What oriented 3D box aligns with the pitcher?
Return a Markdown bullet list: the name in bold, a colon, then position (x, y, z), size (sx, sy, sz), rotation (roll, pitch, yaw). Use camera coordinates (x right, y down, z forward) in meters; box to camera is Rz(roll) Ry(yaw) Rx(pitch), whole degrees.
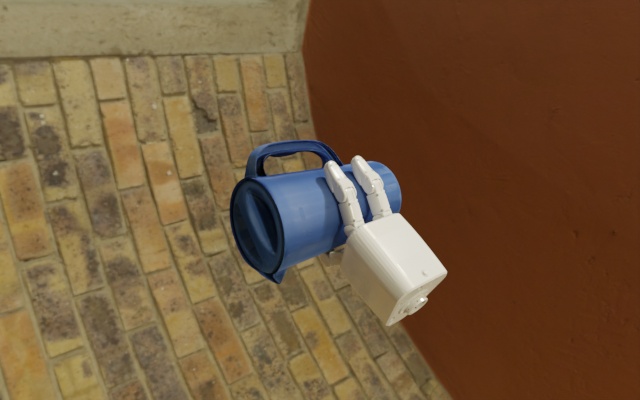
- **pitcher**: position (0.000, 0.002, 0.693), size (0.243, 0.149, 0.145), rotation (-15, 54, -38)
